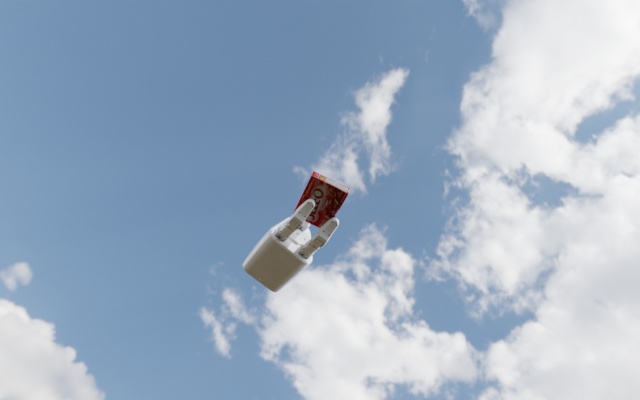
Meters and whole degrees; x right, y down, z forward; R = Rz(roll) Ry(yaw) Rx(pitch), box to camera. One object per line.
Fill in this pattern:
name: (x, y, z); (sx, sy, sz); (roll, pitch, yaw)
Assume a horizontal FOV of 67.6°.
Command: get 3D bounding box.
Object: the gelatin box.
gelatin box: (0.000, 0.002, 0.858); (0.073, 0.089, 0.030); (27, 24, -3)
